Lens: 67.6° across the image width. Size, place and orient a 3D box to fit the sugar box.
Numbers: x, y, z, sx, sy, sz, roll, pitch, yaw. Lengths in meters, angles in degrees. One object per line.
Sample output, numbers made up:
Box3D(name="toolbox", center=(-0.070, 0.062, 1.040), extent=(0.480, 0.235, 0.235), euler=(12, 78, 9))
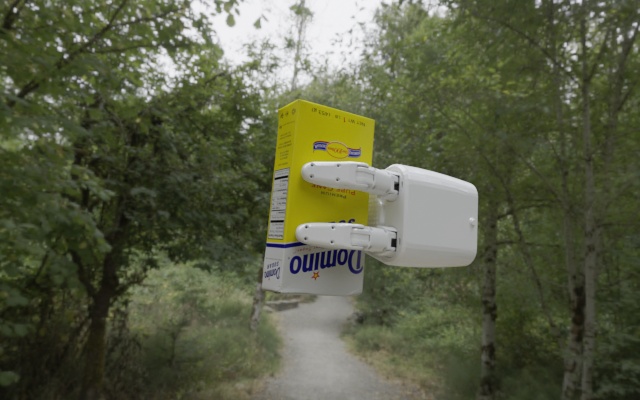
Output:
Box3D(name="sugar box", center=(0.000, 0.001, 0.459), extent=(0.093, 0.176, 0.048), euler=(8, -9, -31))
